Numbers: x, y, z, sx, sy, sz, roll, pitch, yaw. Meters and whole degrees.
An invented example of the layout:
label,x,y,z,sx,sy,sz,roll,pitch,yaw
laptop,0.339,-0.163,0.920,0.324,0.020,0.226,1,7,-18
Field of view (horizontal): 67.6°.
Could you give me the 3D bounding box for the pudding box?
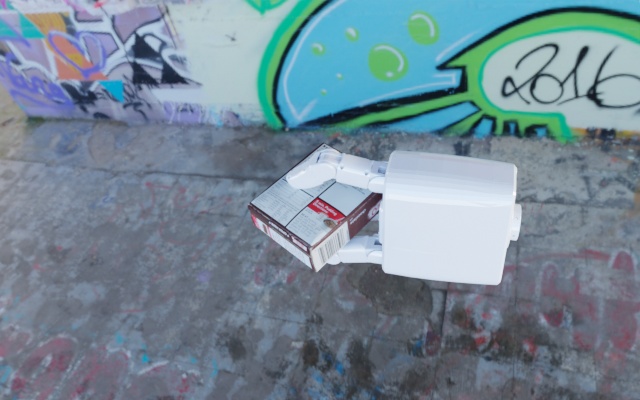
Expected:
label,x,y,z,sx,sy,sz,roll,pitch,yaw
pudding box,0.000,0.001,0.469,0.090,0.039,0.113,32,59,32
